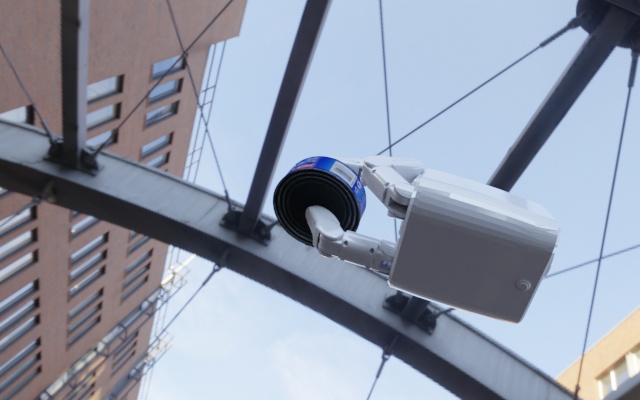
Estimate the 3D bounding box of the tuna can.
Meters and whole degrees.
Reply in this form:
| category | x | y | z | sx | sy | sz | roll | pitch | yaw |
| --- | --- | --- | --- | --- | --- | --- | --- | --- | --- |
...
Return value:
| category | x | y | z | sx | sy | sz | roll | pitch | yaw |
| --- | --- | --- | --- | --- | --- | --- | --- | --- | --- |
| tuna can | 0.000 | 0.001 | 0.457 | 0.086 | 0.086 | 0.033 | 0 | 29 | 20 |
